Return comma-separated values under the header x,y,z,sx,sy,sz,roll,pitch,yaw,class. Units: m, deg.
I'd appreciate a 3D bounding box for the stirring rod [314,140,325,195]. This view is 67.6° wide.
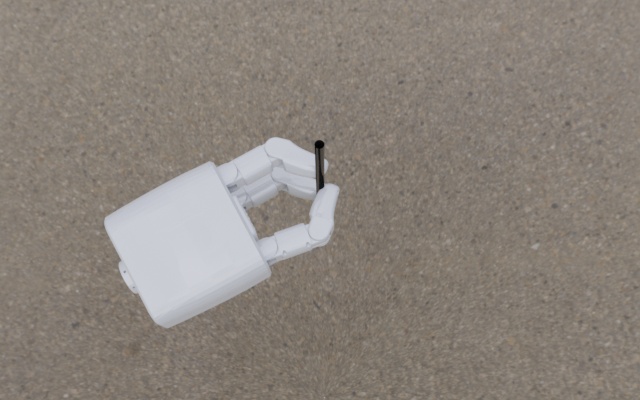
x,y,z,sx,sy,sz,roll,pitch,yaw,class
0.000,0.002,0.488,0.011,0.011,0.240,0,-22,0,stirring rod
